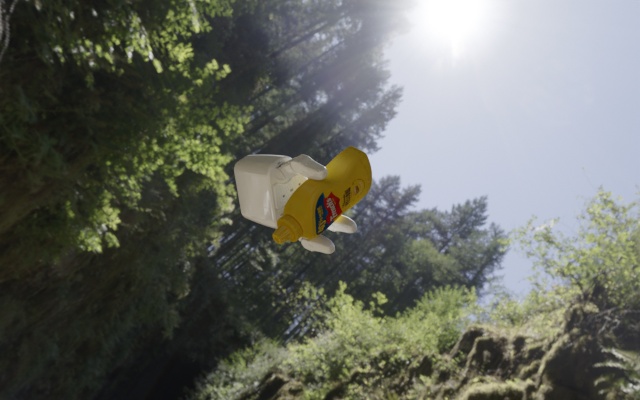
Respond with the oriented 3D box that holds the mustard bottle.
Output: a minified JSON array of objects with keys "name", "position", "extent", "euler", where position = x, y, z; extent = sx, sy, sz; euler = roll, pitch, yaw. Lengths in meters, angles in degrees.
[{"name":"mustard bottle","position":[0.001,0.002,0.722],"extent":[0.058,0.096,0.191],"euler":[31,53,29]}]
